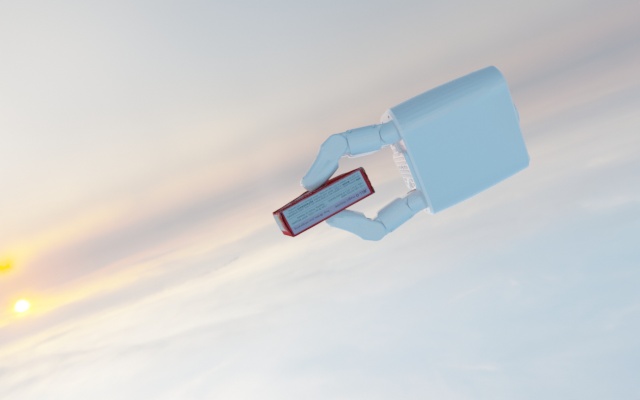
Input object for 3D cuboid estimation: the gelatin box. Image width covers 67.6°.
[{"bbox_3d":[0.000,0.002,0.461,0.089,0.030,0.073,-29,4,-10],"label":"gelatin box"}]
